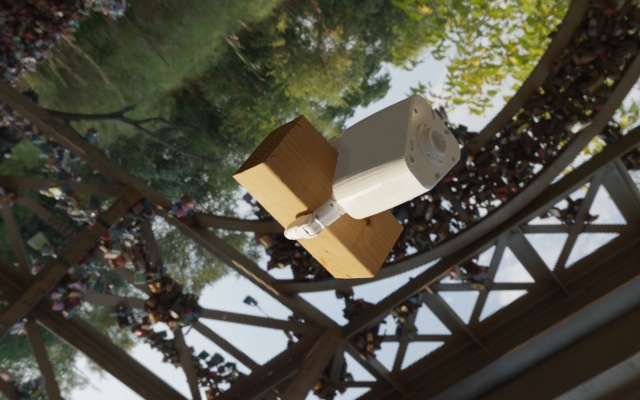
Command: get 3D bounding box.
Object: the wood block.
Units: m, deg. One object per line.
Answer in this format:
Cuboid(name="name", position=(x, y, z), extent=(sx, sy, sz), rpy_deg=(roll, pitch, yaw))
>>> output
Cuboid(name="wood block", position=(0.000, 0.002, 0.626), extent=(0.206, 0.090, 0.090), rpy_deg=(47, -30, -19))
